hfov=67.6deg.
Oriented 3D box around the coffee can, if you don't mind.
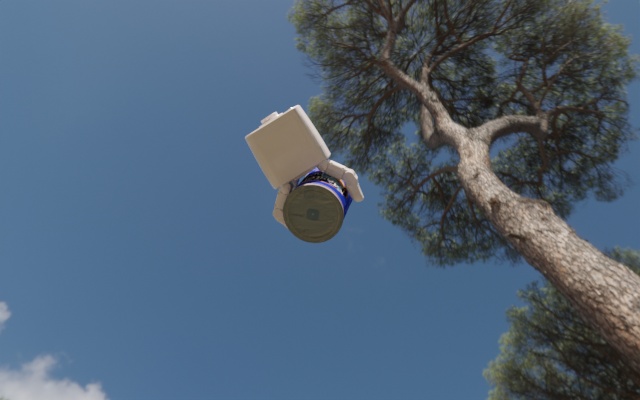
[{"bbox_3d":[0.000,0.003,0.850,0.103,0.103,0.140,0,17,11],"label":"coffee can"}]
